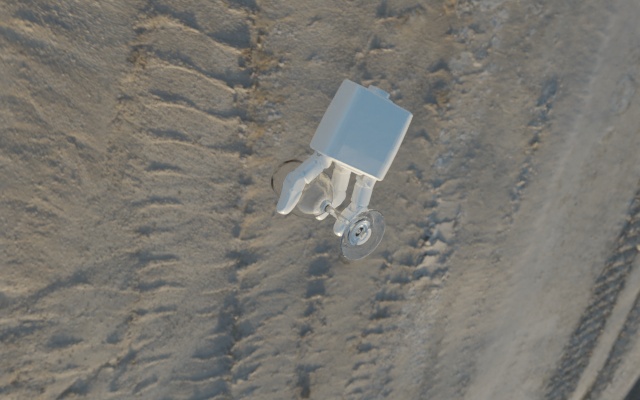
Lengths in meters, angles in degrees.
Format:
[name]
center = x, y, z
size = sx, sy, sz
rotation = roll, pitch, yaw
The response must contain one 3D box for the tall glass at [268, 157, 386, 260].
[tall glass]
center = 0.000, 0.003, 0.685
size = 0.079, 0.079, 0.201
rotation = 0, 25, -39
